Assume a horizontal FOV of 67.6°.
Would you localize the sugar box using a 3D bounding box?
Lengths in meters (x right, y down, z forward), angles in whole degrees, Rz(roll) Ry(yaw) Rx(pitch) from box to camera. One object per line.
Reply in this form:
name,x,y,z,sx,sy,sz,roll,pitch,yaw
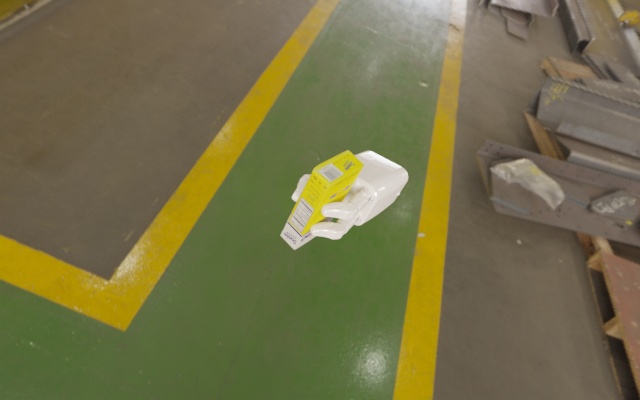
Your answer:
sugar box,0.001,0.003,0.807,0.048,0.176,0.093,43,46,18
